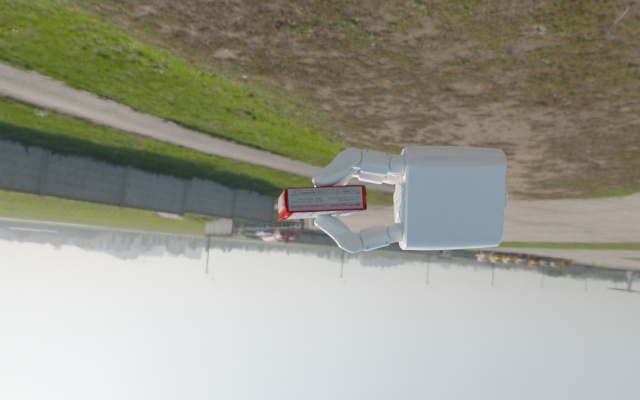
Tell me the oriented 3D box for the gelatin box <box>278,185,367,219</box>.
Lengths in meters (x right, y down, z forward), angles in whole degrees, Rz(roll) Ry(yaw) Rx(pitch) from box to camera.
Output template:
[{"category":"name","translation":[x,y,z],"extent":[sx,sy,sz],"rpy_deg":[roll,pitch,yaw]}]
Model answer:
[{"category":"gelatin box","translation":[0.000,0.002,0.536],"extent":[0.089,0.030,0.073],"rpy_deg":[-3,-6,-11]}]
